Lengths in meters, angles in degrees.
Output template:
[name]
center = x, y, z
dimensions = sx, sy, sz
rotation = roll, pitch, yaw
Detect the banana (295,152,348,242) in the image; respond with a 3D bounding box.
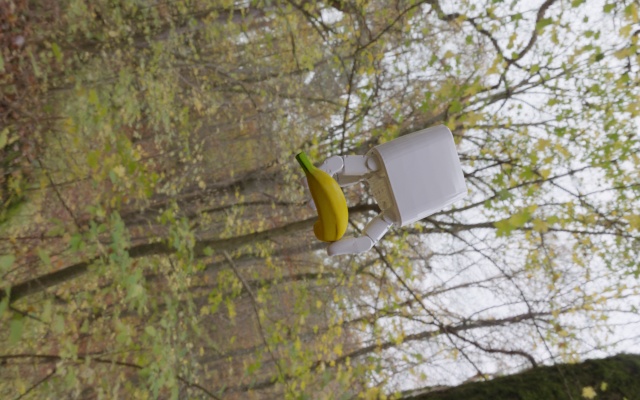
[banana]
center = 0.008, 0.014, 0.603
dimensions = 0.037, 0.069, 0.198
rotation = -26, -29, -10
